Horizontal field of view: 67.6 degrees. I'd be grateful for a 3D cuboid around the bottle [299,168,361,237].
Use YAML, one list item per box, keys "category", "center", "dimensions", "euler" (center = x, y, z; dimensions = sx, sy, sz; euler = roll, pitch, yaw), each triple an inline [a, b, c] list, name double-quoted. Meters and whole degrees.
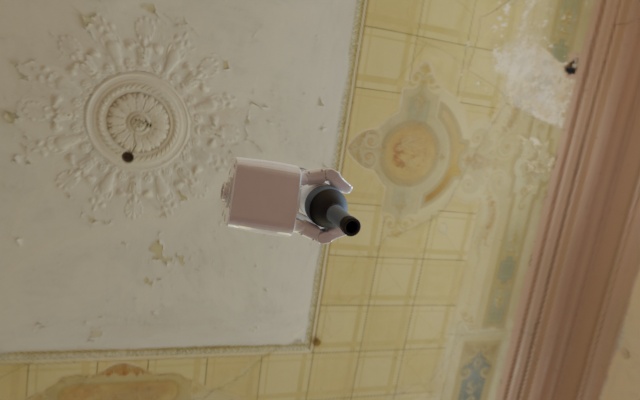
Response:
- category: "bottle"
  center: [0.000, 0.003, 0.806]
  dimensions: [0.069, 0.069, 0.295]
  euler: [0, 14, -18]
